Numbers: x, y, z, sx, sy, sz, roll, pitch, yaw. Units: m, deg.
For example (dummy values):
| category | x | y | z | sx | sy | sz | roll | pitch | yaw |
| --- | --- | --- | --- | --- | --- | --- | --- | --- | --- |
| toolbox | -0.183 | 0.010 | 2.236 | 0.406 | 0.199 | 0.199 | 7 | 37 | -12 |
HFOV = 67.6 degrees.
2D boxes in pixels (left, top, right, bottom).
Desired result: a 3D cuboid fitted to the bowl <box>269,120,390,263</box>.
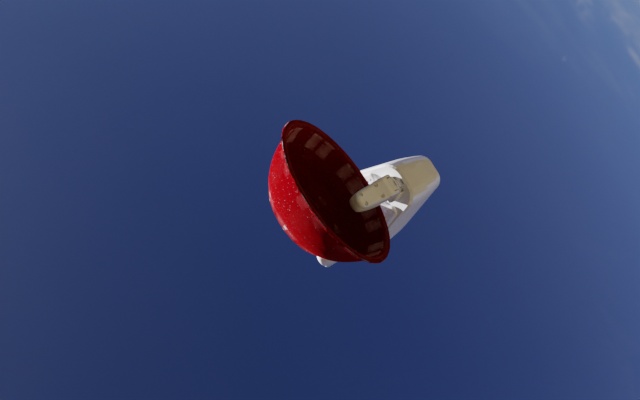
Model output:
| category | x | y | z | sx | sy | sz | roll | pitch | yaw |
| --- | --- | --- | --- | --- | --- | --- | --- | --- | --- |
| bowl | -0.001 | 0.002 | 0.472 | 0.055 | 0.162 | 0.162 | -34 | -15 | 23 |
